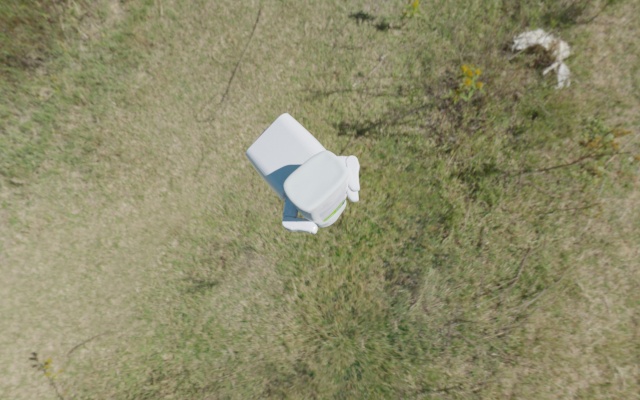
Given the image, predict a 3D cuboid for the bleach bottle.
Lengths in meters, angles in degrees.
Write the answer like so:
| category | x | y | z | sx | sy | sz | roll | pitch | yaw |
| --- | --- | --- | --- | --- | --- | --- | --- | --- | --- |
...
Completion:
| category | x | y | z | sx | sy | sz | roll | pitch | yaw |
| --- | --- | --- | --- | --- | --- | --- | --- | --- | --- |
| bleach bottle | 0.000 | 0.003 | 0.827 | 0.102 | 0.068 | 0.251 | -41 | -14 | -9 |
